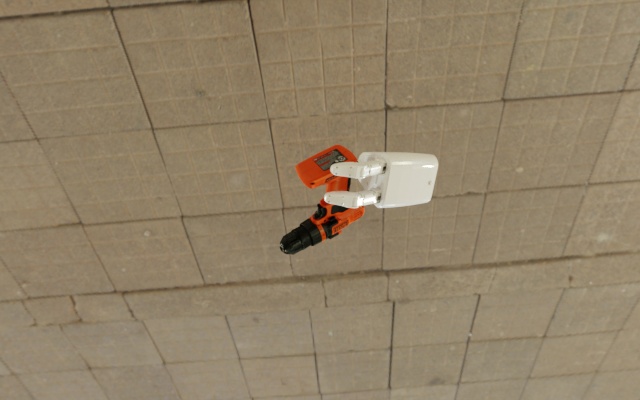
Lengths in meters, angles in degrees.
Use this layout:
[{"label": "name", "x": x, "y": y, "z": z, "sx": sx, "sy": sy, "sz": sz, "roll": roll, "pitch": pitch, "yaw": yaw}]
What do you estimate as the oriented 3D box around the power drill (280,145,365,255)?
[{"label": "power drill", "x": 0.000, "y": 0.002, "z": 0.857, "sx": 0.184, "sy": 0.188, "sz": 0.057, "roll": -30, "pitch": 55, "yaw": -22}]
